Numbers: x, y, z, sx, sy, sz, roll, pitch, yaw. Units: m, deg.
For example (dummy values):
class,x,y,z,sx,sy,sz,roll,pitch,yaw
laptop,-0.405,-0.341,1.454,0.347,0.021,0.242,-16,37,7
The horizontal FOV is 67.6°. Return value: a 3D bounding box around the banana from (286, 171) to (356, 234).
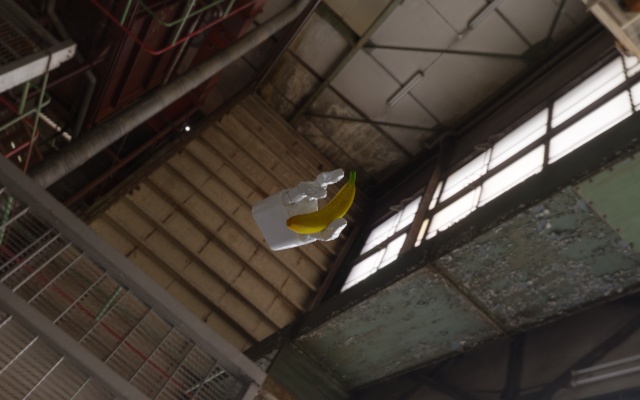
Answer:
class,x,y,z,sx,sy,sz,roll,pitch,yaw
banana,0.009,0.018,0.892,0.037,0.070,0.197,-1,29,44
